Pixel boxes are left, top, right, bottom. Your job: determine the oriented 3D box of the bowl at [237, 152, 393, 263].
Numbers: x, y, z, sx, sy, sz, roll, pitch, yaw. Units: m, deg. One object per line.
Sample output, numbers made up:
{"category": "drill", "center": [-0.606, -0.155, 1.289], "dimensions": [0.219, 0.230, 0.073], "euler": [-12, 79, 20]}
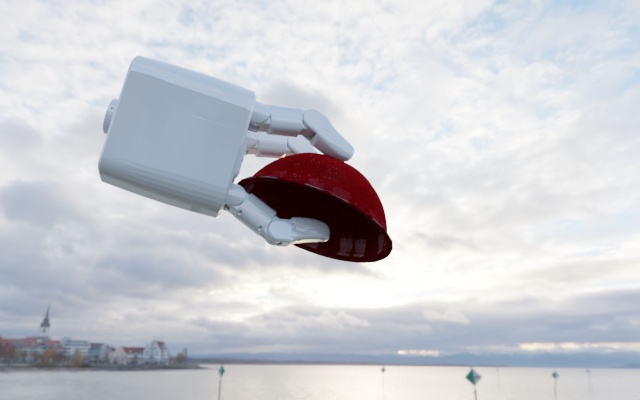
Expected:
{"category": "bowl", "center": [0.001, 0.002, 0.469], "dimensions": [0.162, 0.055, 0.162], "euler": [19, -24, 9]}
